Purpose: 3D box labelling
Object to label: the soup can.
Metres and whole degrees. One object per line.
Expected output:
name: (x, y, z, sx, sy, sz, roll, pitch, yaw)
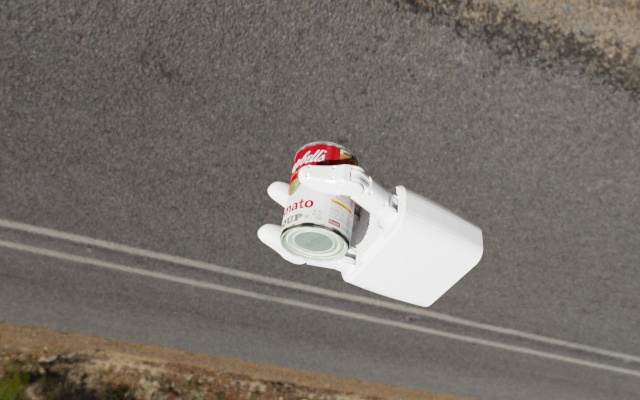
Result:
soup can: (0.000, 0.002, 0.475, 0.068, 0.102, 0.069, 6, -35, 4)
